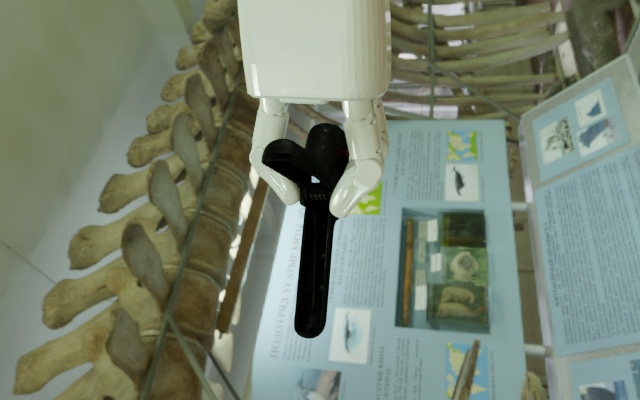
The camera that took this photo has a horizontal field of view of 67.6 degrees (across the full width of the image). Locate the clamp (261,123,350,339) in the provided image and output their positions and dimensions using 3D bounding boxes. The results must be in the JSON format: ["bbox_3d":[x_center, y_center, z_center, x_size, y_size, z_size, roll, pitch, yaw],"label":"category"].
[{"bbox_3d":[-0.001,0.001,0.418,0.036,0.165,0.210,0,23,12],"label":"clamp"}]
